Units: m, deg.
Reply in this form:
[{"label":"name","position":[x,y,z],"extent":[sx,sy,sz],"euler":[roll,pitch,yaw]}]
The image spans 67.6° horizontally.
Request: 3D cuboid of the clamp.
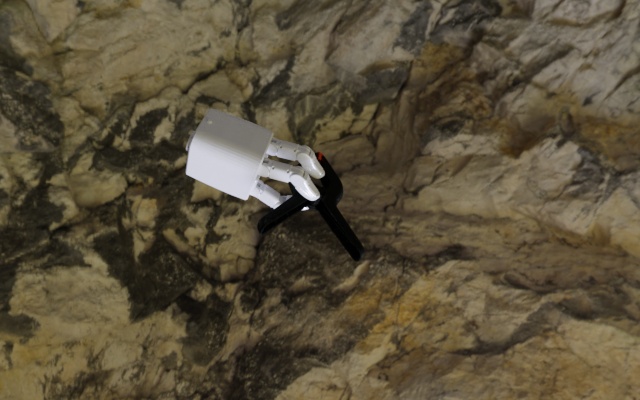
[{"label":"clamp","position":[0.000,0.003,0.759],"extent":[0.164,0.209,0.036],"euler":[23,-48,-9]}]
